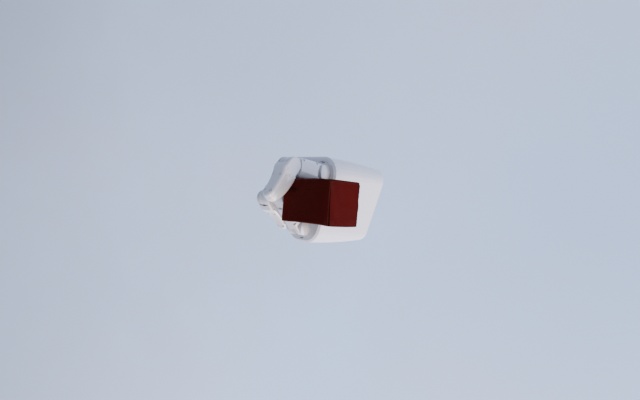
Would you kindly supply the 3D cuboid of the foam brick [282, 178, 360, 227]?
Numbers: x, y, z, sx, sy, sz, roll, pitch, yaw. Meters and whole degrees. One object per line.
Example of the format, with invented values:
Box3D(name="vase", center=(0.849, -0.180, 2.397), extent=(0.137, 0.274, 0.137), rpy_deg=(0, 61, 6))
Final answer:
Box3D(name="foam brick", center=(0.000, 0.002, 0.554), extent=(0.078, 0.053, 0.051), rpy_deg=(5, 0, 45))
